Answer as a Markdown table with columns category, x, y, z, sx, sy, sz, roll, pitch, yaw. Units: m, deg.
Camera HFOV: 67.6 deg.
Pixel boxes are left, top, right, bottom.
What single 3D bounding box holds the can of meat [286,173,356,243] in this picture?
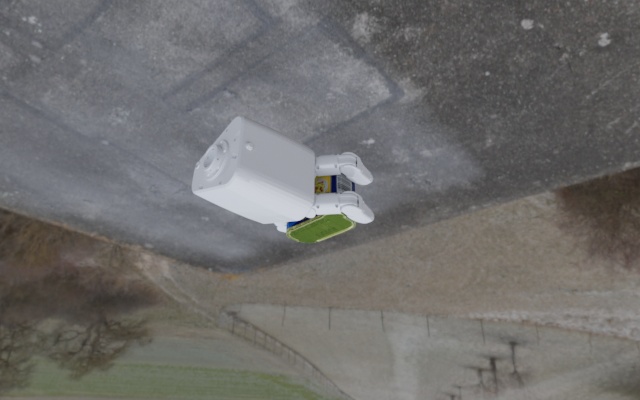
| category | x | y | z | sx | sy | sz | roll | pitch | yaw |
| --- | --- | --- | --- | --- | --- | --- | --- | --- | --- |
| can of meat | 0.000 | 0.002 | 0.631 | 0.102 | 0.084 | 0.057 | -26 | -39 | 38 |
